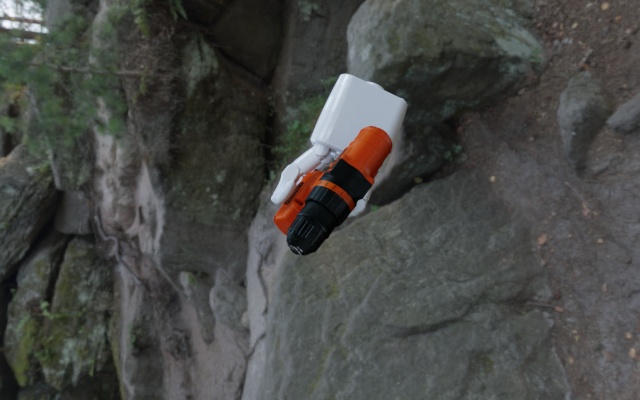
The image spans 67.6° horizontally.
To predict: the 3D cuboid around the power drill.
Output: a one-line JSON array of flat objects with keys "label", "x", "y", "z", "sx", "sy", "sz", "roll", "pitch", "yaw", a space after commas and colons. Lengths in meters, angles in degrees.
[{"label": "power drill", "x": 0.000, "y": 0.002, "z": 0.611, "sx": 0.057, "sy": 0.184, "sz": 0.188, "roll": 43, "pitch": -23, "yaw": -9}]
